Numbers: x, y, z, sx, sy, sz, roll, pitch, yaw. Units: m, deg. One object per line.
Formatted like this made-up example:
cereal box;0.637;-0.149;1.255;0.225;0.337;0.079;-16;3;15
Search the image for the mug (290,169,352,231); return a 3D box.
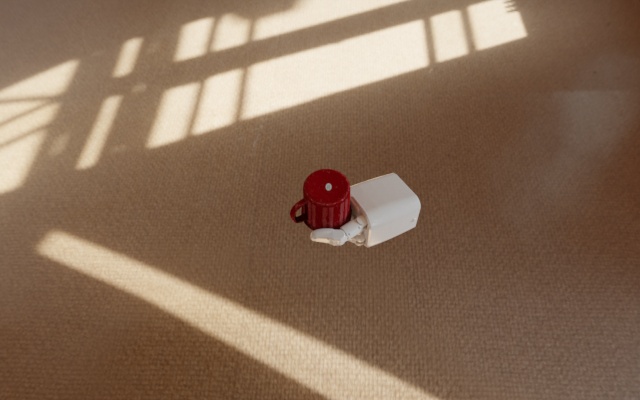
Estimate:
mug;-0.001;0.003;0.836;0.117;0.093;0.082;-22;-32;-14
